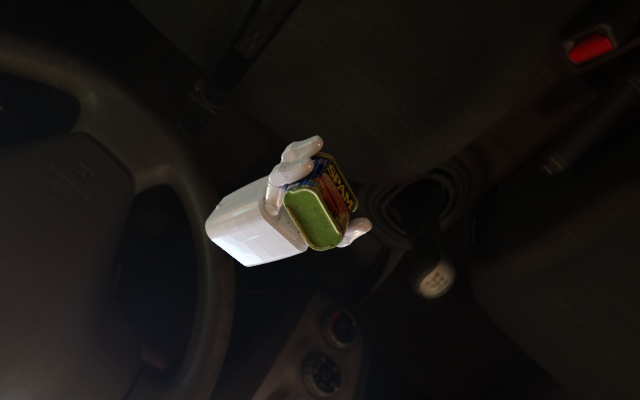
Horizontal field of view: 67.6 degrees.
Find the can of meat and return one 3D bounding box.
[{"bbox_3d":[0.000,0.002,0.626,0.057,0.102,0.084,-17,27,27],"label":"can of meat"}]
